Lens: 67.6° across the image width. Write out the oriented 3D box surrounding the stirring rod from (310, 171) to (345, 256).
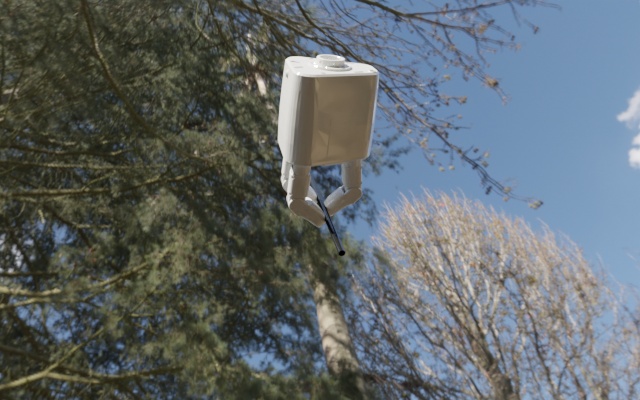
[{"bbox_3d":[0.000,0.002,0.639,0.011,0.011,0.239,0,28,-13],"label":"stirring rod"}]
